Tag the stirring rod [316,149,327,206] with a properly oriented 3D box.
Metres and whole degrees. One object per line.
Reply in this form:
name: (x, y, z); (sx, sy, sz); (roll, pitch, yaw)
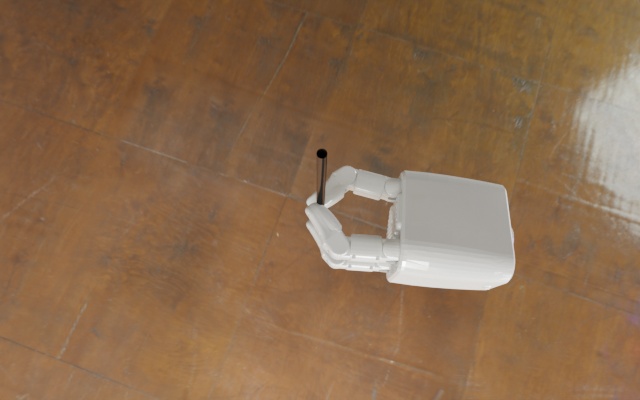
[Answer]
stirring rod: (0.000, 0.001, 0.461); (0.011, 0.011, 0.240); (0, -17, 0)
